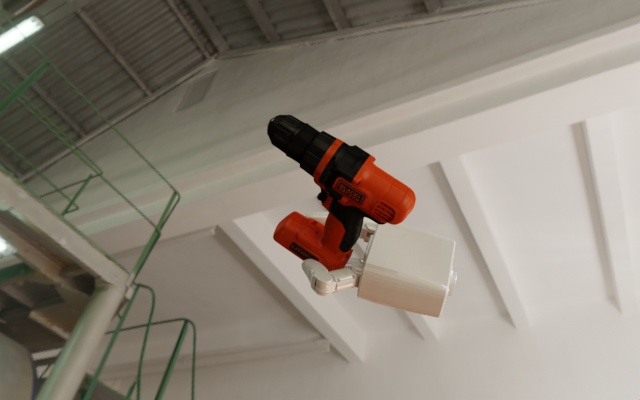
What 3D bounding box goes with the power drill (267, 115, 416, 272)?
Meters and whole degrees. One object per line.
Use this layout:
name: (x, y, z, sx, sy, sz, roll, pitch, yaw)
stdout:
power drill: (0.000, 0.002, 0.577, 0.184, 0.057, 0.188, 34, -38, 5)
